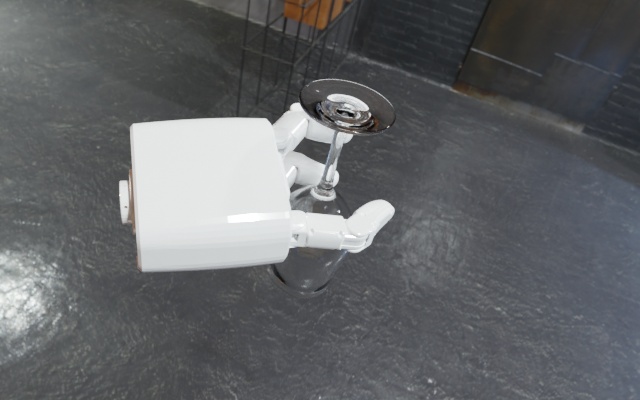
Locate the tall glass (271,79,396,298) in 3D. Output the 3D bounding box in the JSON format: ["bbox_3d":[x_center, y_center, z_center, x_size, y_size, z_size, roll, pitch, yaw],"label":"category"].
[{"bbox_3d":[0.000,0.001,0.419,0.079,0.201,0.079,9,41,-8],"label":"tall glass"}]
